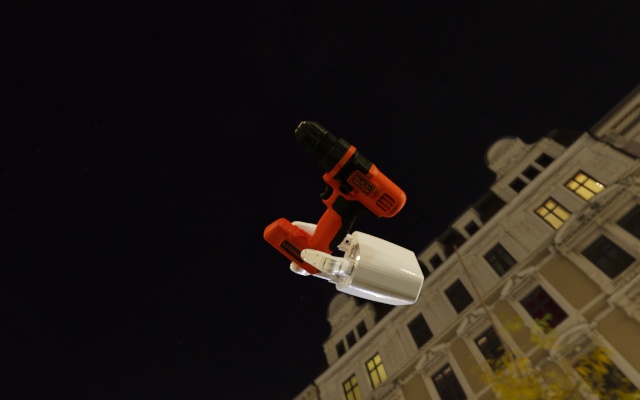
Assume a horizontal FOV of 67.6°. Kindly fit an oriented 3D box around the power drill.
[{"bbox_3d":[0.000,0.003,0.693,0.184,0.188,0.057,40,22,-2],"label":"power drill"}]
